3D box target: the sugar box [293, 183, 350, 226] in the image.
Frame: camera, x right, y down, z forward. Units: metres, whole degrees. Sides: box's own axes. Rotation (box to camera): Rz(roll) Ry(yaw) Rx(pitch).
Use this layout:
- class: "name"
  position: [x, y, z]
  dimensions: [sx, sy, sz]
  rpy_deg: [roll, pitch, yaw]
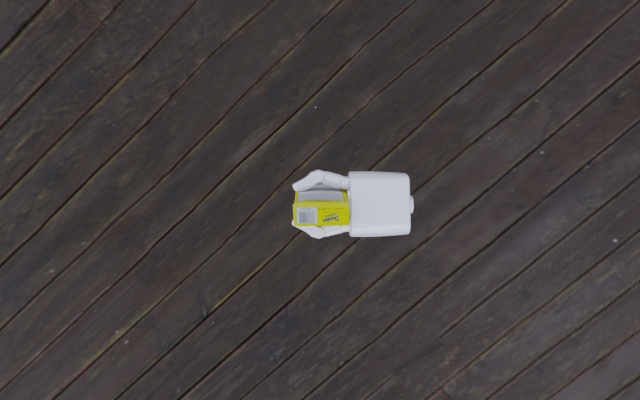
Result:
- class: "sugar box"
  position: [0.000, 0.003, 0.859]
  dimensions: [0.093, 0.048, 0.176]
  rpy_deg: [0, 11, 0]
